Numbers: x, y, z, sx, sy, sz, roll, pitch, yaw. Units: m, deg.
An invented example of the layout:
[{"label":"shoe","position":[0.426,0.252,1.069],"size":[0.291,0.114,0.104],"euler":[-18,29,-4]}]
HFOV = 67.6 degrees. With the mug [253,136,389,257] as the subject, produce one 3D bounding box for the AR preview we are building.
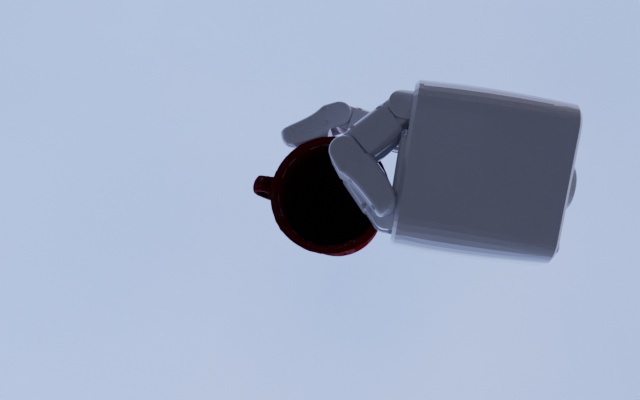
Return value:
[{"label":"mug","position":[-0.001,0.001,0.406],"size":[0.117,0.093,0.081],"euler":[10,-11,9]}]
